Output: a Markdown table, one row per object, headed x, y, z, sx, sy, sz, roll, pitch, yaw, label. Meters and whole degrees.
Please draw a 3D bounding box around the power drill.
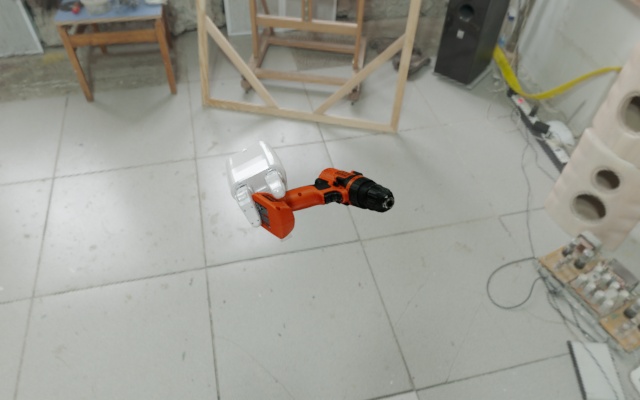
| x | y | z | sx | sy | sz | roll | pitch | yaw | label |
| --- | --- | --- | --- | --- | --- | --- | --- | --- | --- |
| 0.000 | 0.003 | 0.763 | 0.187 | 0.057 | 0.184 | -17 | 21 | -27 | power drill |
